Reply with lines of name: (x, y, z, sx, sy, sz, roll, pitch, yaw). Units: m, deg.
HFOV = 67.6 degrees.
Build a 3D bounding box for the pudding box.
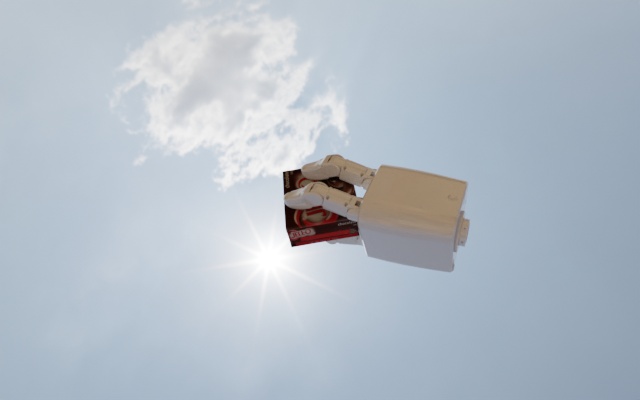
pudding box: (0.000, 0.002, 0.604, 0.090, 0.039, 0.113, -9, 40, 1)
